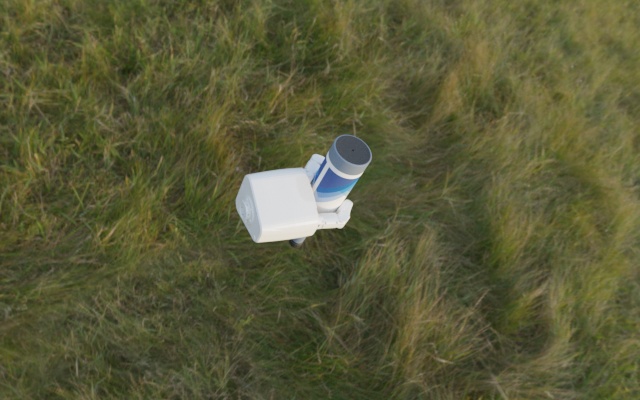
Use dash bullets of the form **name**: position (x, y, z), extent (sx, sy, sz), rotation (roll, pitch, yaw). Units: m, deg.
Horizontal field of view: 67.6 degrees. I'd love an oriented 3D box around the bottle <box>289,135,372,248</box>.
- **bottle**: position (0.000, 0.003, 0.874), extent (0.069, 0.069, 0.296), rotation (0, -35, -26)
